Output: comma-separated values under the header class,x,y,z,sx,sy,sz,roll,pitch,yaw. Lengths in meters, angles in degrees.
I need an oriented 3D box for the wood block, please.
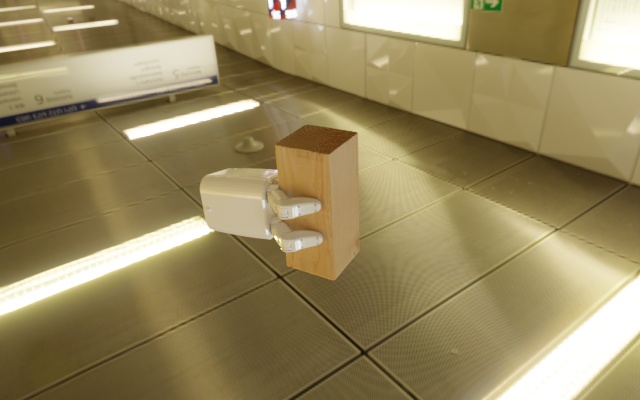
class,x,y,z,sx,sy,sz,roll,pitch,yaw
wood block,0.000,0.002,0.718,0.090,0.206,0.090,13,33,26
